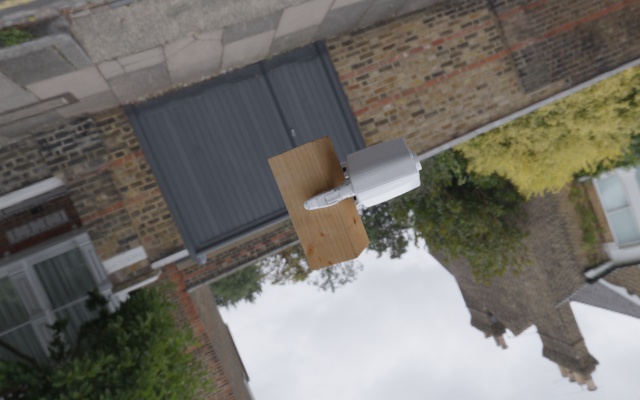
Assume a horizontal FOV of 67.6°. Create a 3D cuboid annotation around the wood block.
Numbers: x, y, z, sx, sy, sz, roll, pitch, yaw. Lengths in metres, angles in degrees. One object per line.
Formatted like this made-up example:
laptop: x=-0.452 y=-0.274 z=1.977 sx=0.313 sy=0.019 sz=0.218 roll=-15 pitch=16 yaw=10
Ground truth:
wood block: x=0.000 y=0.003 z=0.828 sx=0.090 sy=0.206 sz=0.091 roll=-19 pitch=6 yaw=23
